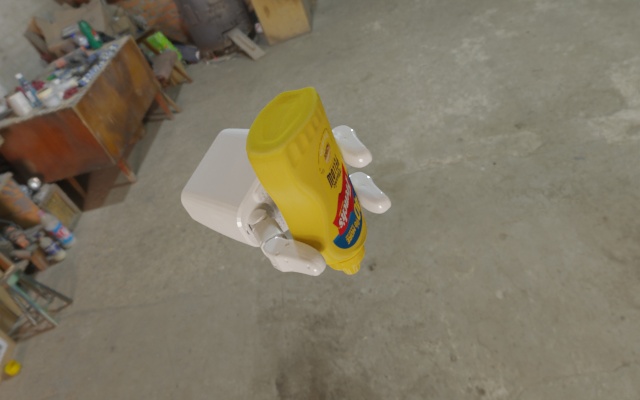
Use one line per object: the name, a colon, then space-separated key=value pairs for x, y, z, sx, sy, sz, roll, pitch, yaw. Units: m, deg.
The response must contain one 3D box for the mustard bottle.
mustard bottle: x=0.000 y=0.001 z=0.438 sx=0.058 sy=0.192 sz=0.096 roll=-6 pitch=41 yaw=23
